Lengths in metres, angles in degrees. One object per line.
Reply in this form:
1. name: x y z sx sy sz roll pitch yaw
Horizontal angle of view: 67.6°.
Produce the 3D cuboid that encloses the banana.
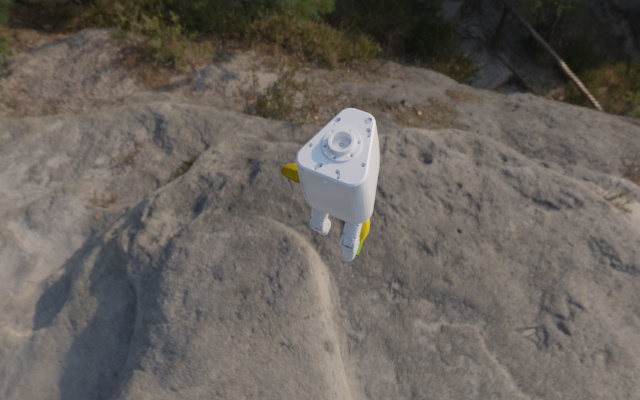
1. banana: 0.017 -0.007 0.755 0.069 0.197 0.037 -38 -25 -8
